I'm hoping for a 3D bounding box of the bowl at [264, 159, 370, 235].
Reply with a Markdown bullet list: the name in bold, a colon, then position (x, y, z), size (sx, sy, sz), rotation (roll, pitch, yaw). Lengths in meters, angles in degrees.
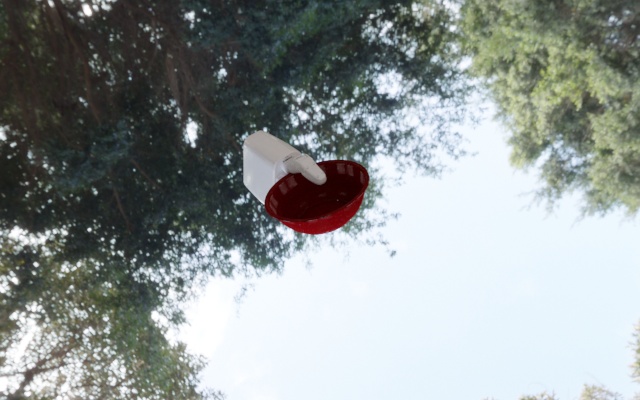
- **bowl**: position (0.001, 0.003, 0.718), size (0.162, 0.055, 0.162), rotation (-13, 31, 8)
